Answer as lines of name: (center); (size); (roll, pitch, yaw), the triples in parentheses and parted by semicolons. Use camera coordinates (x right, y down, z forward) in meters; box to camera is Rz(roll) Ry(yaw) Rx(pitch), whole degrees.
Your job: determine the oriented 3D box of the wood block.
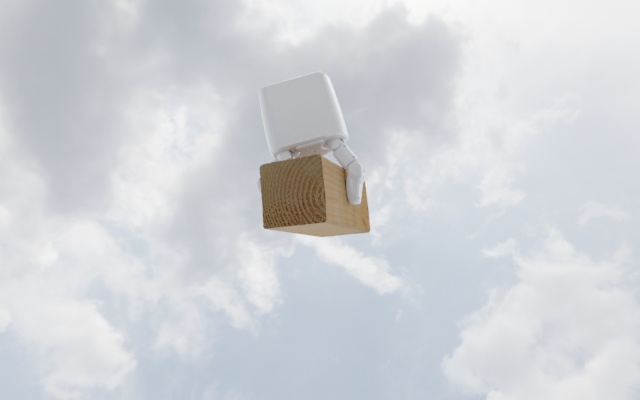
wood block: (0.000, 0.002, 0.705); (0.091, 0.090, 0.206); (-8, -10, 20)
